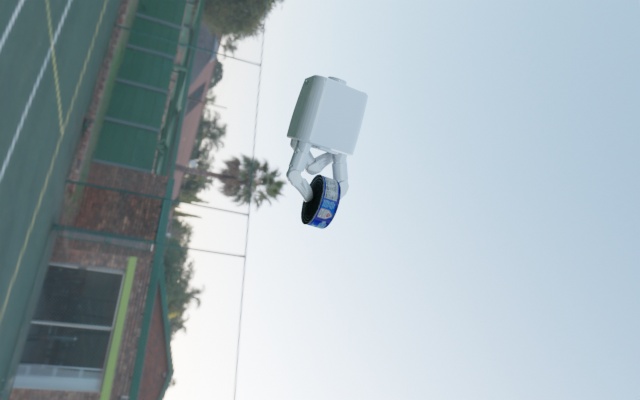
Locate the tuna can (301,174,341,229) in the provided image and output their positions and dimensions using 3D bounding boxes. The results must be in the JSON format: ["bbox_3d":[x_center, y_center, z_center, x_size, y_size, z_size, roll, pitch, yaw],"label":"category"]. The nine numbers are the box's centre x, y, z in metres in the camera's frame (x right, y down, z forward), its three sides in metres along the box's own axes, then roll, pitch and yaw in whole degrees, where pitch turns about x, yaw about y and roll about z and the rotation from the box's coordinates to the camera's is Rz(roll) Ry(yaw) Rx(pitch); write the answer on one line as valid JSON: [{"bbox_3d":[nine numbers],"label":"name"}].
[{"bbox_3d":[0.001,0.003,0.780,0.034,0.086,0.086,18,-6,-19],"label":"tuna can"}]
